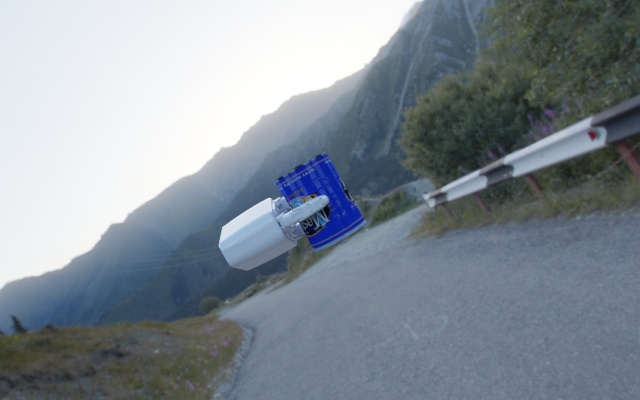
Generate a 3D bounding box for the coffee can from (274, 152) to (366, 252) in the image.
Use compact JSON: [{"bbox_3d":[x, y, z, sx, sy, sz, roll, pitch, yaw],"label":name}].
[{"bbox_3d":[0.000,0.003,0.816,0.103,0.140,0.103,-30,2,1],"label":"coffee can"}]
